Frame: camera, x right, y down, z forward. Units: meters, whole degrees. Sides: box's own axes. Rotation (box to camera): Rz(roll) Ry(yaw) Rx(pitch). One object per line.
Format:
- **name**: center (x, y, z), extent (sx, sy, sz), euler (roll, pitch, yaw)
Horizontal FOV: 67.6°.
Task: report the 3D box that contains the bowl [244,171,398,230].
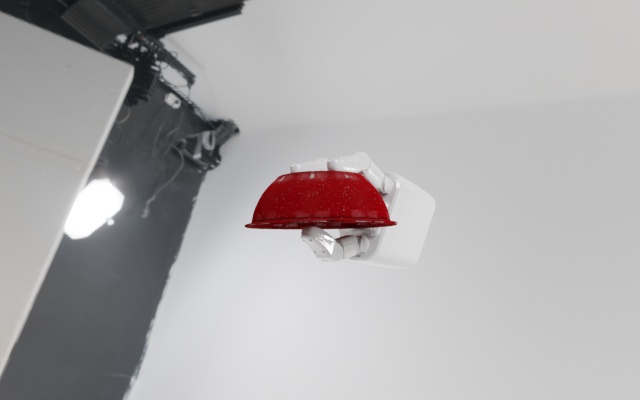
- **bowl**: center (-0.001, 0.001, 0.509), extent (0.162, 0.055, 0.162), euler (-1, -5, 0)
